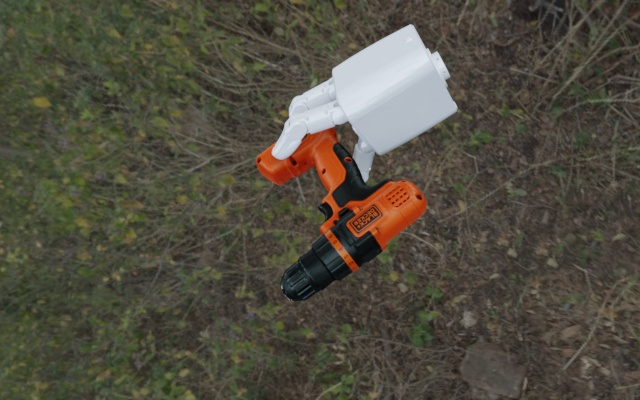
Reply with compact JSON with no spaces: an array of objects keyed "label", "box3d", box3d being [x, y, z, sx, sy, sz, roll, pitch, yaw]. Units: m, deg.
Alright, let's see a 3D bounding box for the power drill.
[{"label":"power drill","box3d":[0.000,0.001,0.555,0.184,0.187,0.057,-36,-32,-2]}]
